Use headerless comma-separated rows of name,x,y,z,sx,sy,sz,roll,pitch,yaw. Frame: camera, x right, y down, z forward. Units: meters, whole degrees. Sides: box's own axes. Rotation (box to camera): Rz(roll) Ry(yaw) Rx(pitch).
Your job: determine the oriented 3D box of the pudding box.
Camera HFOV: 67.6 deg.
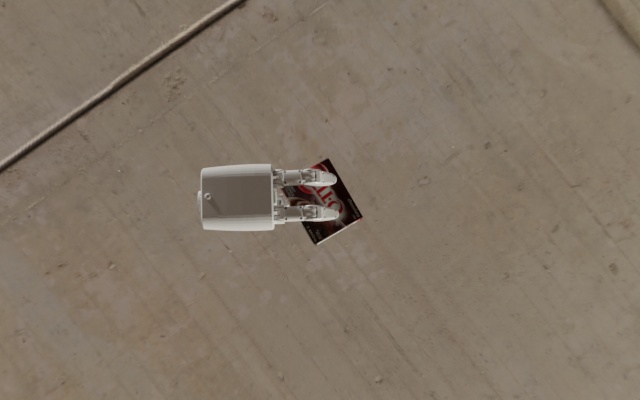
pudding box,0.000,0.003,0.759,0.090,0.113,0.039,-30,-3,-8
